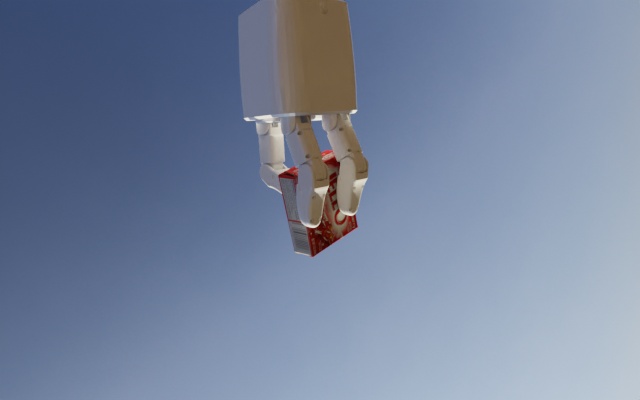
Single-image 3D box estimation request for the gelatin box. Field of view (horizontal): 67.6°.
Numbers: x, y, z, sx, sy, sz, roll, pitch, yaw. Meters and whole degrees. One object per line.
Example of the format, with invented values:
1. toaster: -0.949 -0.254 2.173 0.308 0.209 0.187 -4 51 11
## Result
1. gelatin box: 0.000 0.002 0.484 0.030 0.089 0.073 11 30 42
